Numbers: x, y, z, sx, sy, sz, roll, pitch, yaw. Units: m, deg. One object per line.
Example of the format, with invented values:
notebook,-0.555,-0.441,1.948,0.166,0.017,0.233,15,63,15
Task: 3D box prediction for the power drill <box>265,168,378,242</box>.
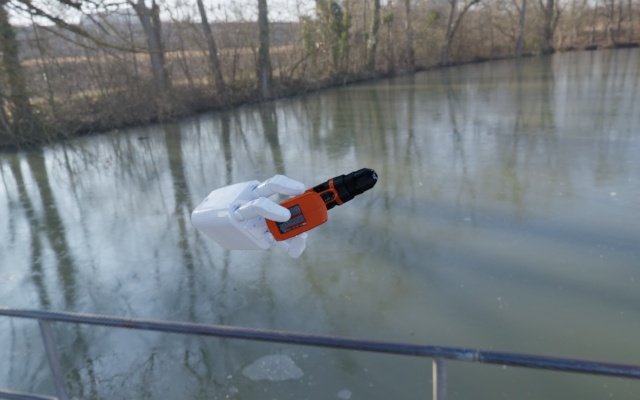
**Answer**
power drill,0.000,0.003,0.814,0.184,0.057,0.187,-25,2,21
